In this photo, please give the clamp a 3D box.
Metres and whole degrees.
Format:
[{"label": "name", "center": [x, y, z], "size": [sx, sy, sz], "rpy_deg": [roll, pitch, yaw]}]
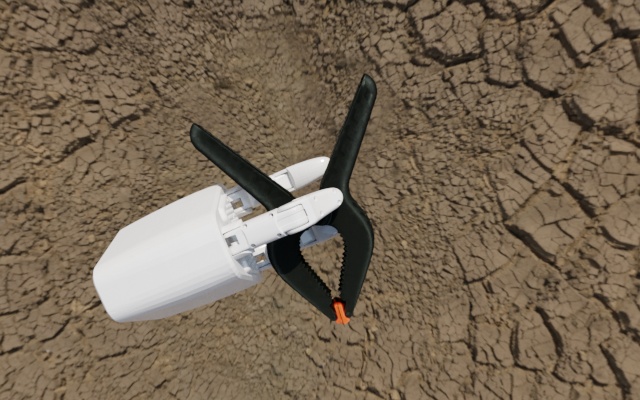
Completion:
[{"label": "clamp", "center": [0.000, 0.002, 0.415], "size": [0.164, 0.210, 0.036], "rpy_deg": [-23, 4, 3]}]
